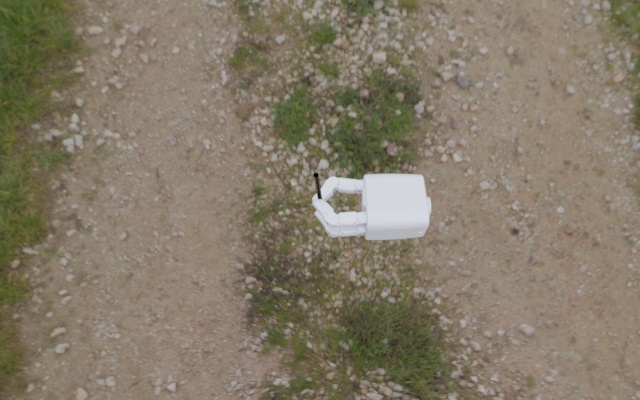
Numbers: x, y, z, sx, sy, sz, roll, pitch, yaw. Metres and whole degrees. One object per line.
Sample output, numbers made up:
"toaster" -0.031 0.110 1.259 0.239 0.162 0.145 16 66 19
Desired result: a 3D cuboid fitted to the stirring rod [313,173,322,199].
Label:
"stirring rod" 0.000 0.003 0.846 0.011 0.011 0.240 0 -20 4
